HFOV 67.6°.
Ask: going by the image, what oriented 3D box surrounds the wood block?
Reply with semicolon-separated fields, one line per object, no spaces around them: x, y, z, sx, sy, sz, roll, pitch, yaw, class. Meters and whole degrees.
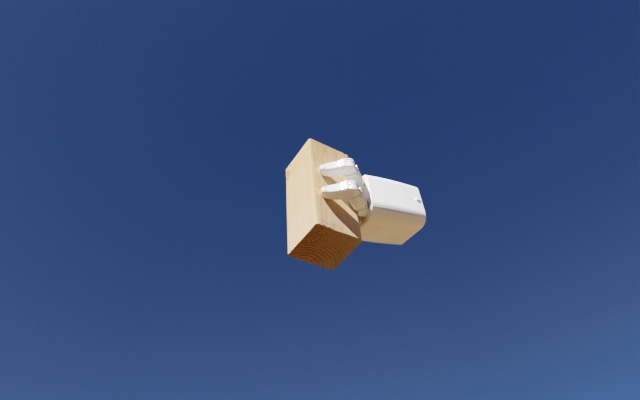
0.000;0.003;0.828;0.090;0.206;0.091;21;-50;-24;wood block
